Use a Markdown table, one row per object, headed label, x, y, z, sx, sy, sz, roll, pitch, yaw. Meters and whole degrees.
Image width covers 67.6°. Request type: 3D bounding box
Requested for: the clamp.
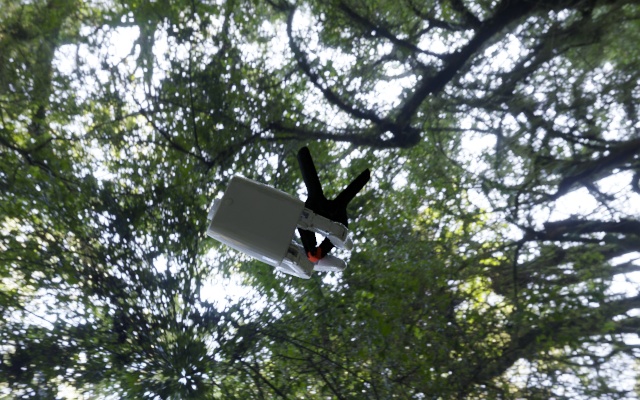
| label | x | y | z | sx | sy | sz | roll | pitch | yaw |
| --- | --- | --- | --- | --- | --- | --- | --- | --- | --- |
| clamp | 0.000 | 0.003 | 0.712 | 0.120 | 0.171 | 0.039 | 24 | -24 | -7 |
